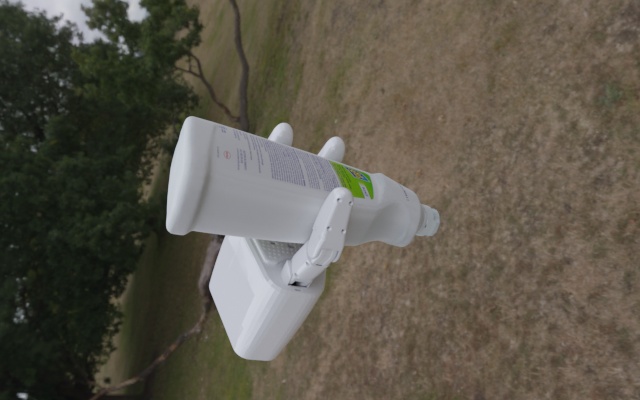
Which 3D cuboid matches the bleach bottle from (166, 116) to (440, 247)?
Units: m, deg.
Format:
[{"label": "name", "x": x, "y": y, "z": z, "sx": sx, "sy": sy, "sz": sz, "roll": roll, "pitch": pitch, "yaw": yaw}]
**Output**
[{"label": "bleach bottle", "x": 0.000, "y": 0.001, "z": 0.421, "sx": 0.251, "sy": 0.068, "sz": 0.102, "roll": 13, "pitch": 35, "yaw": -24}]
